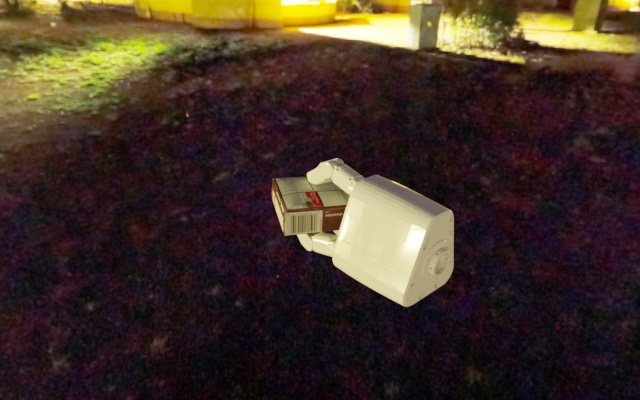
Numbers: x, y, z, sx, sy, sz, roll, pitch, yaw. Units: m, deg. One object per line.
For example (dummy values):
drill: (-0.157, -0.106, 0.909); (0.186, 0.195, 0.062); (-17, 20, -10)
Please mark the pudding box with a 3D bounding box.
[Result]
pudding box: (0.000, 0.002, 0.609); (0.113, 0.039, 0.090); (-3, 29, -15)
